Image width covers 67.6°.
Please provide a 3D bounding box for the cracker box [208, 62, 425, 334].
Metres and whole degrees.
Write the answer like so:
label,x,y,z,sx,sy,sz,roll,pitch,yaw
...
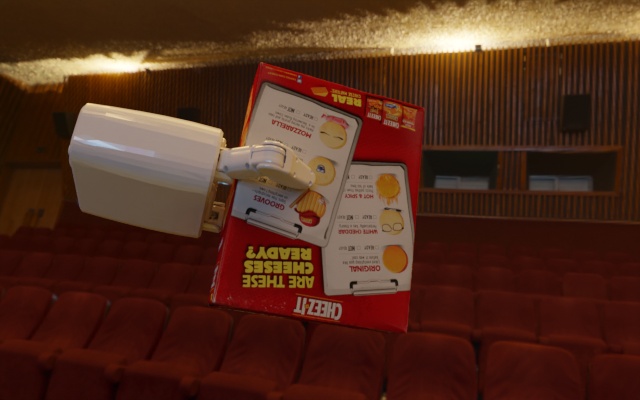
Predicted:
label,x,y,z,sx,sy,sz,roll,pitch,yaw
cracker box,0.000,0.001,0.435,0.164,0.213,0.072,12,-17,-13
